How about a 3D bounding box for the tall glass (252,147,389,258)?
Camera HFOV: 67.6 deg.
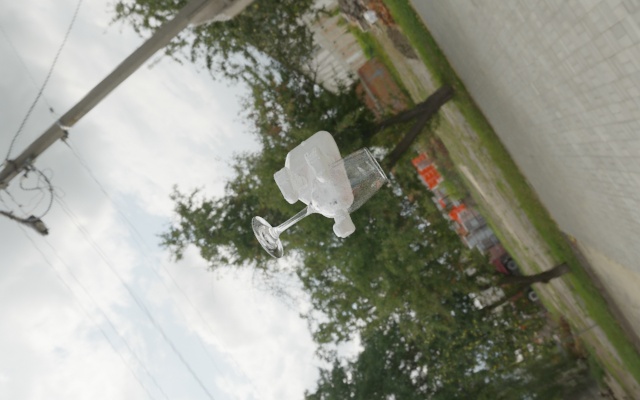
[{"bbox_3d":[0.000,0.003,0.705,0.201,0.079,0.079,-34,-9,13],"label":"tall glass"}]
